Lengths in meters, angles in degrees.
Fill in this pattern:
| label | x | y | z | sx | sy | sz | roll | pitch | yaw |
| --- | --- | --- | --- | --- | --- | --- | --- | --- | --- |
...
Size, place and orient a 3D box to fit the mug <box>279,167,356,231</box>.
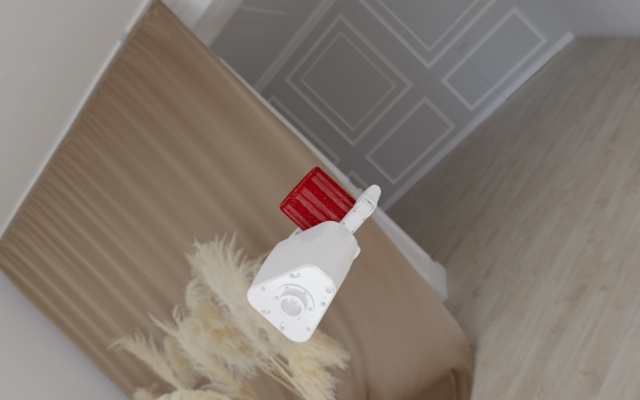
| label | x | y | z | sx | sy | sz | roll | pitch | yaw |
| --- | --- | --- | --- | --- | --- | --- | --- | --- | --- |
| mug | 0.000 | 0.001 | 0.682 | 0.093 | 0.081 | 0.117 | -45 | 6 | 28 |
